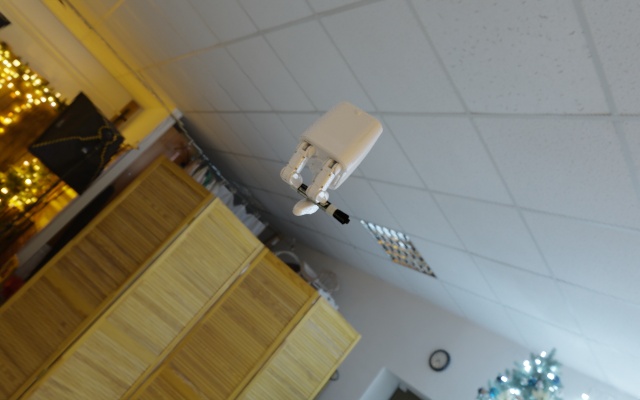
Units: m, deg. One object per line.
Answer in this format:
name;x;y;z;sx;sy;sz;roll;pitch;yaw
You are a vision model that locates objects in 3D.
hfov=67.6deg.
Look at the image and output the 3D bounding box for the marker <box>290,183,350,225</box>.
marker;0.000;0.003;0.808;0.121;0.020;0.020;35;13;20
